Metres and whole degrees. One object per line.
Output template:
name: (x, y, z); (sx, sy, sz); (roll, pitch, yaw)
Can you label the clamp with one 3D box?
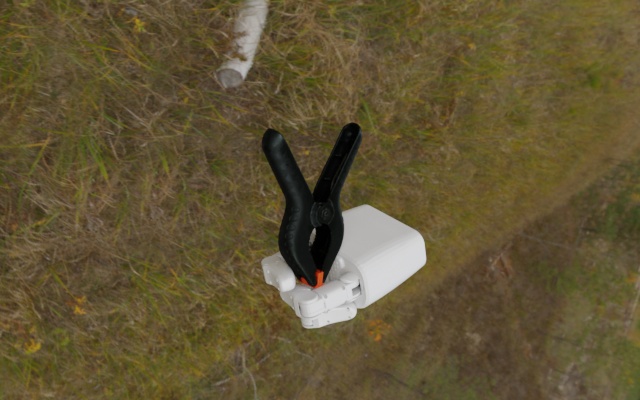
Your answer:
clamp: (0.000, 0.002, 0.478); (0.120, 0.171, 0.039); (-19, 28, -33)
